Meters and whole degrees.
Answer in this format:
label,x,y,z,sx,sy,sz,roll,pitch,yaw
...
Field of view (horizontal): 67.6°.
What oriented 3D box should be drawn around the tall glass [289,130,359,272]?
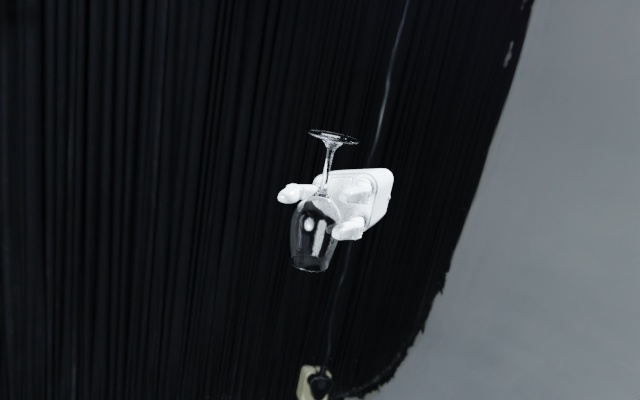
label,x,y,z,sx,sy,sz,roll,pitch,yaw
tall glass,0.000,0.002,0.708,0.079,0.201,0.079,11,15,-3
